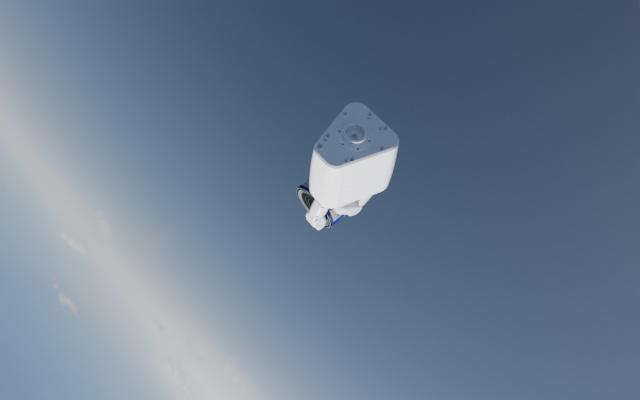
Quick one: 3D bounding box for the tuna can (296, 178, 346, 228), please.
[{"bbox_3d":[0.000,0.003,0.778,0.033,0.086,0.086,-40,14,-18],"label":"tuna can"}]
